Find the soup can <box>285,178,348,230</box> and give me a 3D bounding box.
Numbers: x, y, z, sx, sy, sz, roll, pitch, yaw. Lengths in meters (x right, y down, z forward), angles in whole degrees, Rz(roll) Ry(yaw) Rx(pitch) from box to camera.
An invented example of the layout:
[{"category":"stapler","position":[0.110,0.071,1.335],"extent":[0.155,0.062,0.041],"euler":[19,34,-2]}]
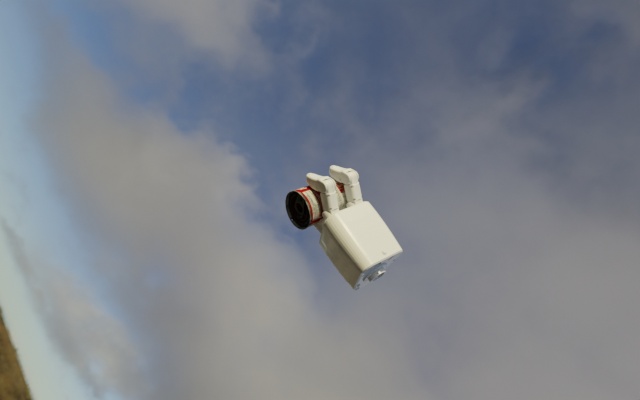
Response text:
[{"category":"soup can","position":[0.000,0.002,0.825],"extent":[0.102,0.068,0.068],"euler":[-20,12,-35]}]
